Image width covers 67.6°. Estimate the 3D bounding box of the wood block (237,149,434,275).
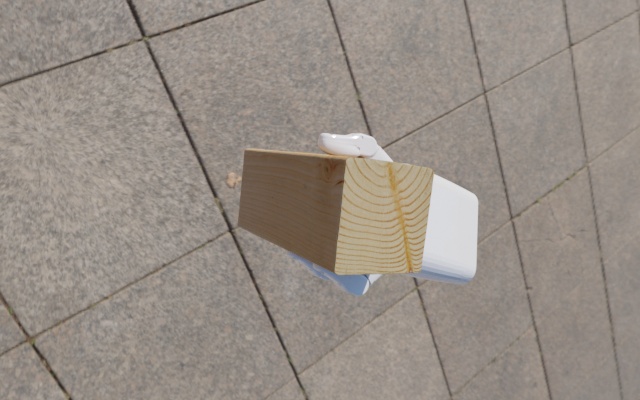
[{"bbox_3d":[0.001,0.001,0.461,0.090,0.091,0.206,4,5,-31],"label":"wood block"}]
